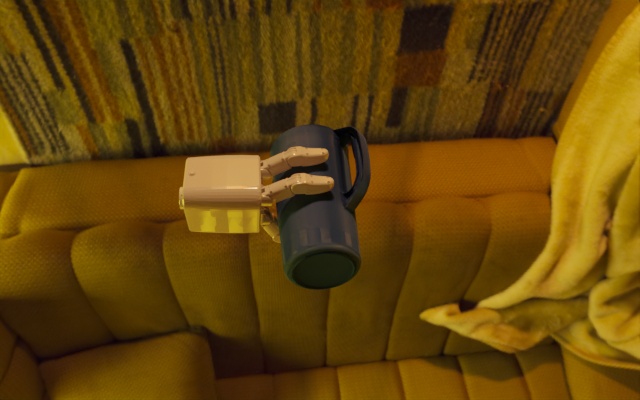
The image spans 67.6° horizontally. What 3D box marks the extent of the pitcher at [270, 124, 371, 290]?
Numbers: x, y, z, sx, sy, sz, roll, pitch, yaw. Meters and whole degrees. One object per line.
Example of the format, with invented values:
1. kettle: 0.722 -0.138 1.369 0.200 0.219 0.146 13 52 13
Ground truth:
1. pitcher: 0.000 0.002 0.724 0.145 0.242 0.149 -1 -42 -8
